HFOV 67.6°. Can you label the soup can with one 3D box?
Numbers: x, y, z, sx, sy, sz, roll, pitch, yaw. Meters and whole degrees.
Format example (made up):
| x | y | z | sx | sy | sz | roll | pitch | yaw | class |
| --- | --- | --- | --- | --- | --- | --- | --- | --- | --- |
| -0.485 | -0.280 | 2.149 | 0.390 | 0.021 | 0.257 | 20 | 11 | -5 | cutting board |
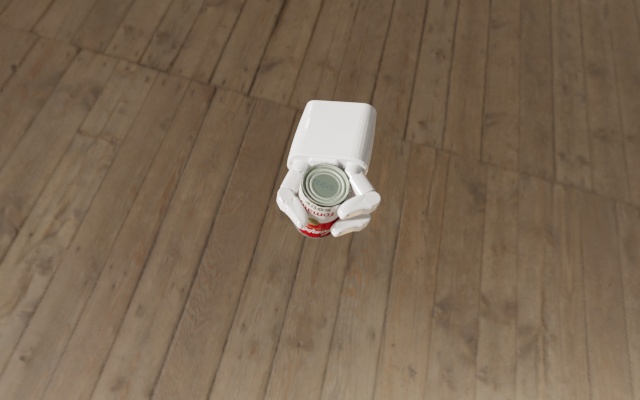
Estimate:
| x | y | z | sx | sy | sz | roll | pitch | yaw | class |
| --- | --- | --- | --- | --- | --- | --- | --- | --- | --- |
| 0.000 | 0.002 | 0.668 | 0.068 | 0.068 | 0.102 | 0 | -28 | -10 | soup can |
